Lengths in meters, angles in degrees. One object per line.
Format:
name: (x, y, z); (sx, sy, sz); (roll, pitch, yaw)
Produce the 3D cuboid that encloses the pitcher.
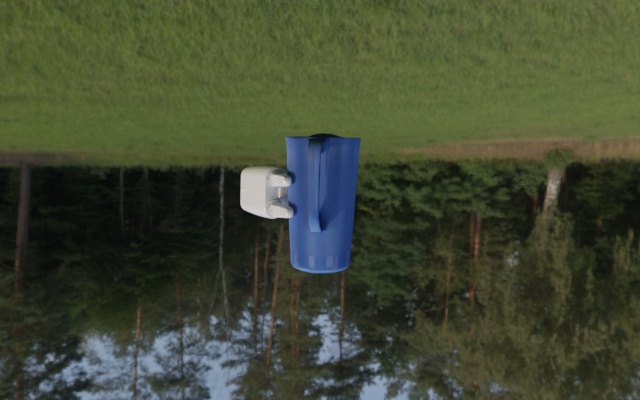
pitcher: (0.000, 0.003, 0.848); (0.149, 0.243, 0.145); (-4, 8, -38)
